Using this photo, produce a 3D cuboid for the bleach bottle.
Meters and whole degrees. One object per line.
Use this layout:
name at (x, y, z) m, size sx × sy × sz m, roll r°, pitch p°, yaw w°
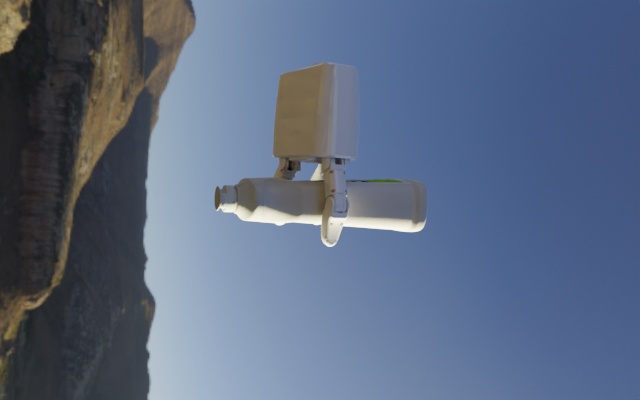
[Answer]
bleach bottle at (0.000, 0.002, 0.586) m, size 0.251 × 0.068 × 0.102 m, roll 2°, pitch 1°, yaw -25°
